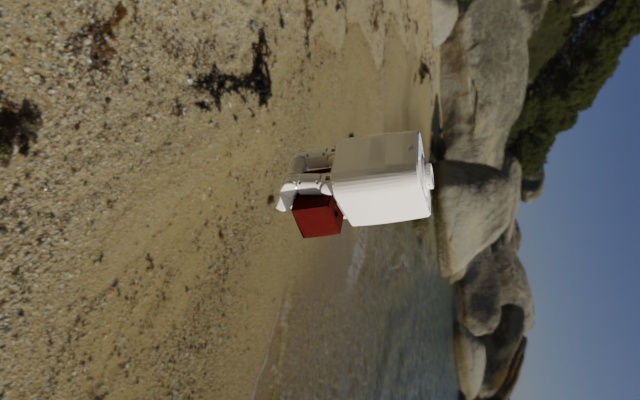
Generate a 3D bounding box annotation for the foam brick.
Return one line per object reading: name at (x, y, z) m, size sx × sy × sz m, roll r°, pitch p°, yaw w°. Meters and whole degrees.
foam brick at (0.000, 0.002, 0.623) m, size 0.051 × 0.053 × 0.078 m, roll -6°, pitch 42°, yaw 18°
